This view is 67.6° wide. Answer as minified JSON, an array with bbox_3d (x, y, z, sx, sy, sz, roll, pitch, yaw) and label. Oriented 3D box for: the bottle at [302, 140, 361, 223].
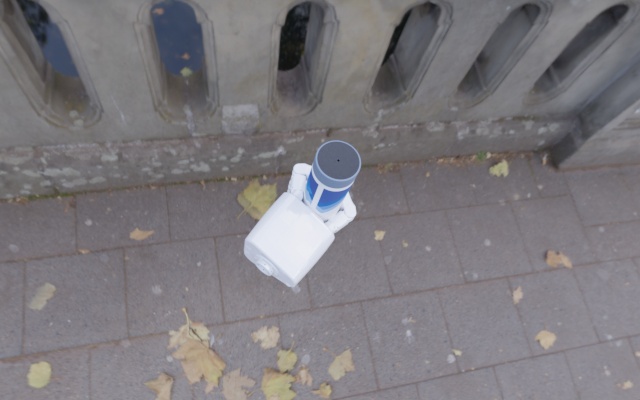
[{"bbox_3d":[0.000,0.002,0.809,0.069,0.069,0.296,0,-24,-11],"label":"bottle"}]
